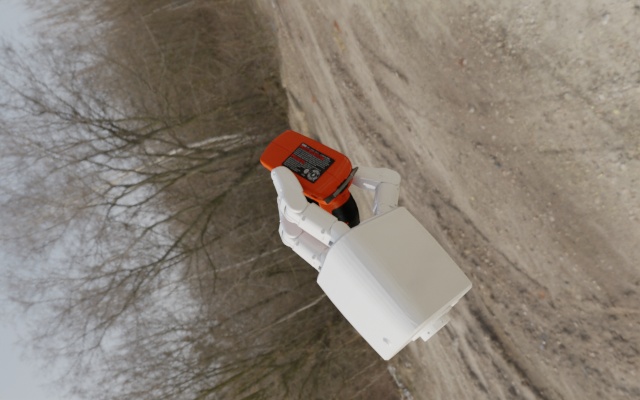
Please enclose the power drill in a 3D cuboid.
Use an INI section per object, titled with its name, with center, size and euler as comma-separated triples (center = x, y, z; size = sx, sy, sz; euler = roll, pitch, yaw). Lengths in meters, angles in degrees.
[power drill]
center = 0.000, 0.002, 0.574
size = 0.184, 0.057, 0.188
euler = 29, -19, 35
